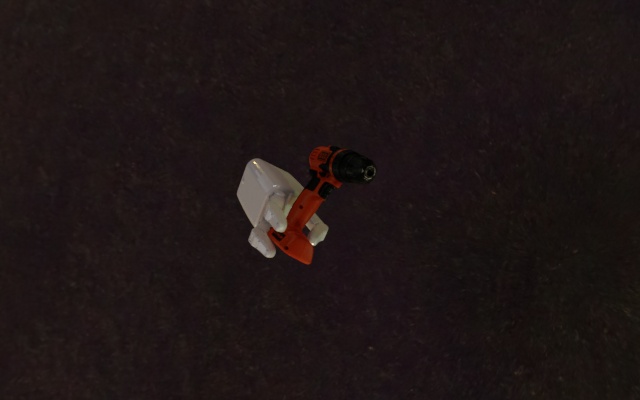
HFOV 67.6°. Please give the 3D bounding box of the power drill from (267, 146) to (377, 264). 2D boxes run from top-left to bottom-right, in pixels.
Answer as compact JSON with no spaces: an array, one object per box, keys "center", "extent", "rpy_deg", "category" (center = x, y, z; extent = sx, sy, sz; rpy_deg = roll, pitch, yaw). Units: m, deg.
[{"center":[0.000,0.003,0.750],"extent":[0.057,0.187,0.184],"rpy_deg":[33,-3,-24],"category":"power drill"}]
